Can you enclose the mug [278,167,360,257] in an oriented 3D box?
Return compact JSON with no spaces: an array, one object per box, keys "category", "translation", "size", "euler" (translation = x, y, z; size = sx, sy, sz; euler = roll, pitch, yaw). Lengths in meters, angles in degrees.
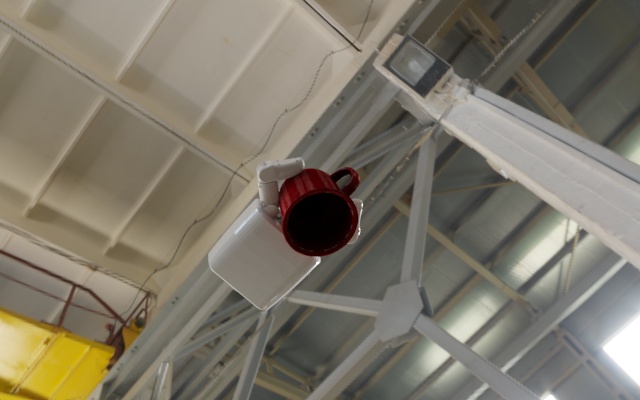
[{"category":"mug","translation":[0.001,0.001,0.598],"size":[0.093,0.117,0.081],"euler":[40,11,-27]}]
